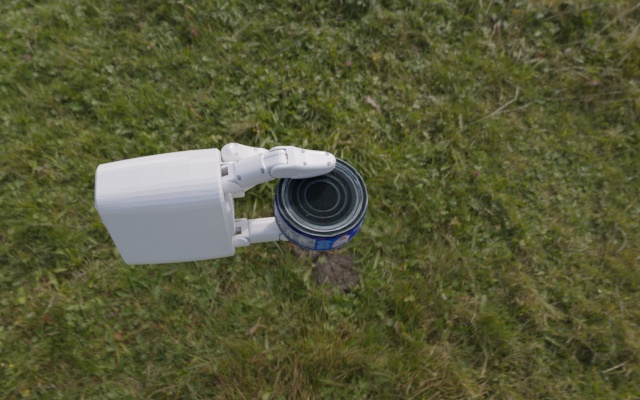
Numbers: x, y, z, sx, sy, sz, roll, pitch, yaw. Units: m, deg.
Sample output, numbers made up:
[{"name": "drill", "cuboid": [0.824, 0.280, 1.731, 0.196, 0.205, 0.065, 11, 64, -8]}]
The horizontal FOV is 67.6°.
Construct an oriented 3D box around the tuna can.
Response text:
[{"name": "tuna can", "cuboid": [0.000, 0.001, 0.439, 0.086, 0.086, 0.034, 0, -27, -7]}]
